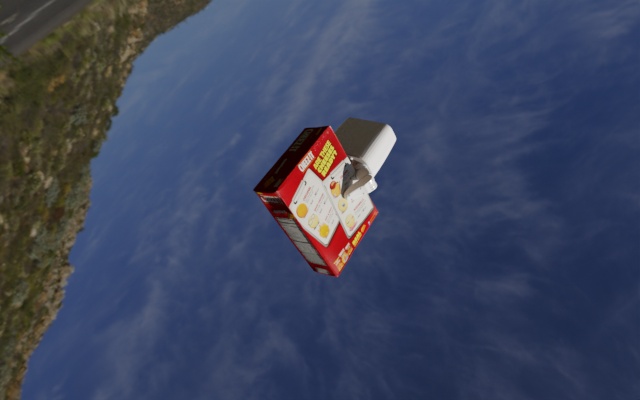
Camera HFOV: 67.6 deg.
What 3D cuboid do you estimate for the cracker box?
[{"bbox_3d":[0.000,0.003,0.844,0.072,0.214,0.164,3,47,44],"label":"cracker box"}]
